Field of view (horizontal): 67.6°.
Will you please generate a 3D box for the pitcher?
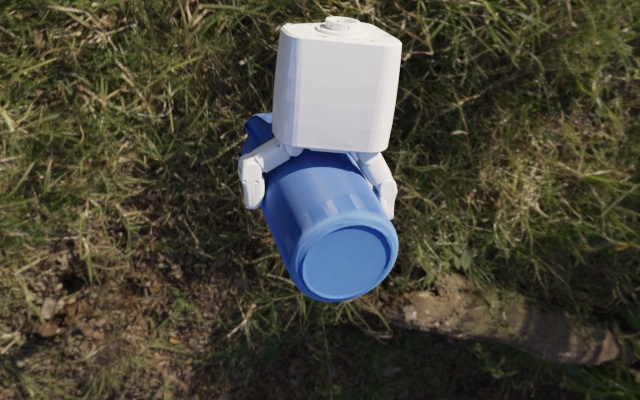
[{"bbox_3d":[0.000,0.002,0.543,0.149,0.145,0.242,-4,32,-16],"label":"pitcher"}]
